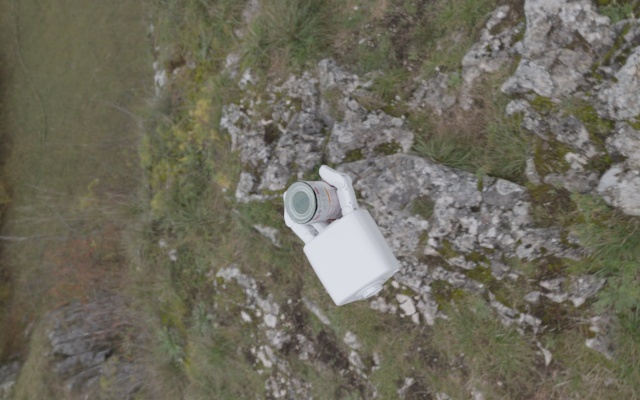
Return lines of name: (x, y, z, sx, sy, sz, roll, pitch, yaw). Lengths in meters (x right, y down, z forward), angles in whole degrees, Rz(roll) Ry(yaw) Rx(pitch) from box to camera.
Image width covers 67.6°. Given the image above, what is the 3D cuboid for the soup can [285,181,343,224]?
soup can: (0.000, 0.002, 0.769, 0.068, 0.068, 0.102, 0, 2, 40)
